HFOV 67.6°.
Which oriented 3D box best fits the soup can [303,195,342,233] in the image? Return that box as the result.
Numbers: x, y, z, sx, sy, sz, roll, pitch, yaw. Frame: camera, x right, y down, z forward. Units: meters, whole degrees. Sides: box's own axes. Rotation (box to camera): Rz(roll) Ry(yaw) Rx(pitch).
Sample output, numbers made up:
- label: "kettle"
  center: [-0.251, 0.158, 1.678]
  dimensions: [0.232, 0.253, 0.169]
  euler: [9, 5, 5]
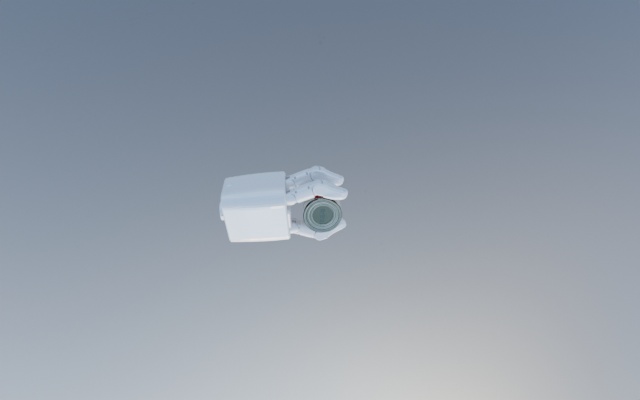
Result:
- label: "soup can"
  center: [0.001, 0.003, 0.841]
  dimensions: [0.068, 0.068, 0.102]
  euler: [0, 27, -4]
